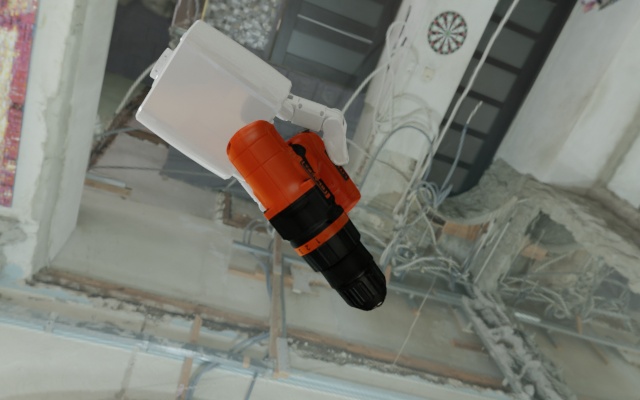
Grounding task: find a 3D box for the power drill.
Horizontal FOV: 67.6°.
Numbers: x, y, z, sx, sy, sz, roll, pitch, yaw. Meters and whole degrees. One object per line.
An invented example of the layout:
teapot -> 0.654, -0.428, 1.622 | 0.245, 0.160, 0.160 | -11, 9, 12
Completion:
power drill -> 0.000, 0.001, 0.459 | 0.057, 0.184, 0.187 | -35, 6, 10
